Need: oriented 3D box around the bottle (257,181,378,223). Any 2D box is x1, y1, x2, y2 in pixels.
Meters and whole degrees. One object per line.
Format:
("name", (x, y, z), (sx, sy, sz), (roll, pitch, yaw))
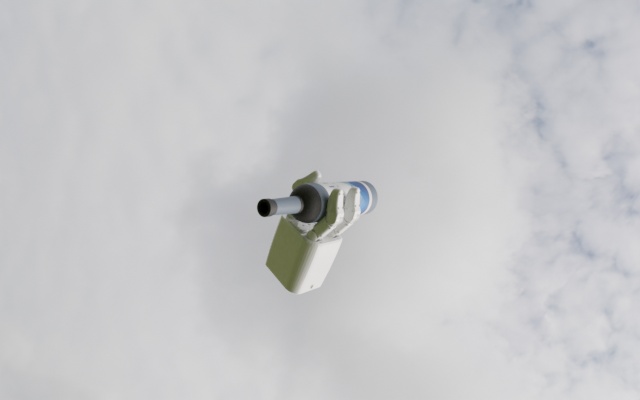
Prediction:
("bottle", (0.000, 0.003, 0.822), (0.069, 0.069, 0.295), (0, 3, 35))
